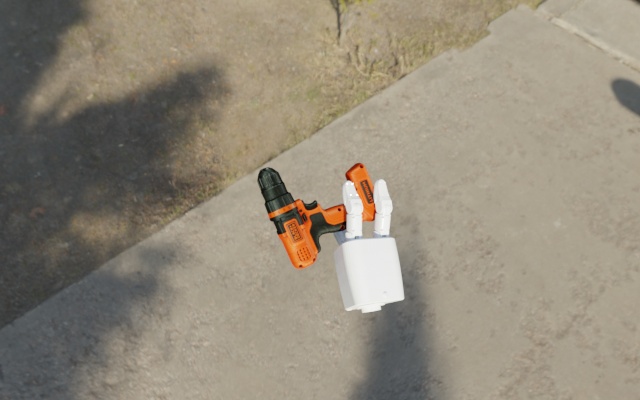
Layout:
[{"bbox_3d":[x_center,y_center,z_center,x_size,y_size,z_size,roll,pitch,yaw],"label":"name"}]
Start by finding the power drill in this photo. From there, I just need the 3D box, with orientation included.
[{"bbox_3d":[0.001,0.003,0.834,0.187,0.184,0.057,-24,5,-11],"label":"power drill"}]
